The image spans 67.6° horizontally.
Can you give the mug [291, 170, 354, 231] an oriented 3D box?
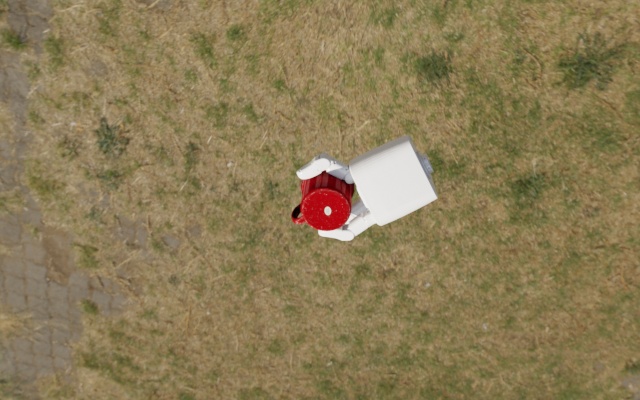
[{"bbox_3d":[-0.001,0.003,0.792,0.117,0.093,0.081,-28,24,17],"label":"mug"}]
